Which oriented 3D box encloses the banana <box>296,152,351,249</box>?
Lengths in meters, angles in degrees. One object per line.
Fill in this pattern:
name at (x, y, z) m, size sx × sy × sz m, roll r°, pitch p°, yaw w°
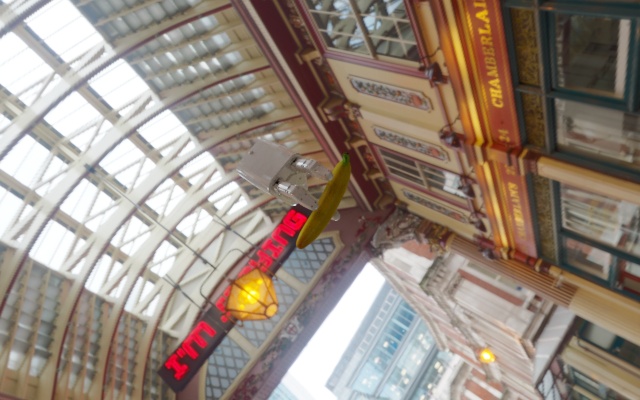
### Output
banana at (0.010, 0.002, 0.898) m, size 0.037 × 0.198 × 0.069 m, roll 28°, pitch 7°, yaw 27°
